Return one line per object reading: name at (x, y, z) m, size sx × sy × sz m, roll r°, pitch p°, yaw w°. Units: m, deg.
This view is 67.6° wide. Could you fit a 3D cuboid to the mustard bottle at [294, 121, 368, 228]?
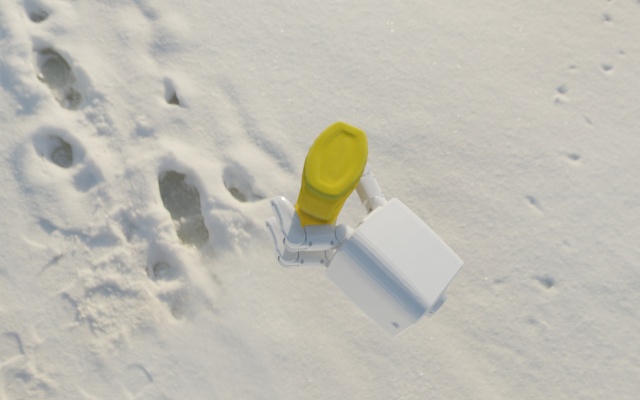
mustard bottle at (0.000, 0.001, 0.542) m, size 0.058 × 0.096 × 0.192 m, roll 22°, pitch -29°, yaw 0°
